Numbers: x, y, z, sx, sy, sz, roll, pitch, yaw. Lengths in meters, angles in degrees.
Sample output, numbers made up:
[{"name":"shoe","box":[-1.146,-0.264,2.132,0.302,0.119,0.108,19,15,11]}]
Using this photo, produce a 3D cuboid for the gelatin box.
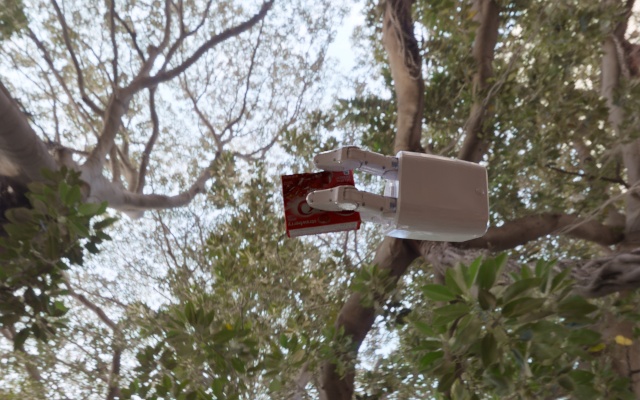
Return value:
[{"name":"gelatin box","box":[0.000,0.002,0.572,0.089,0.073,0.030,-7,-26,-2]}]
